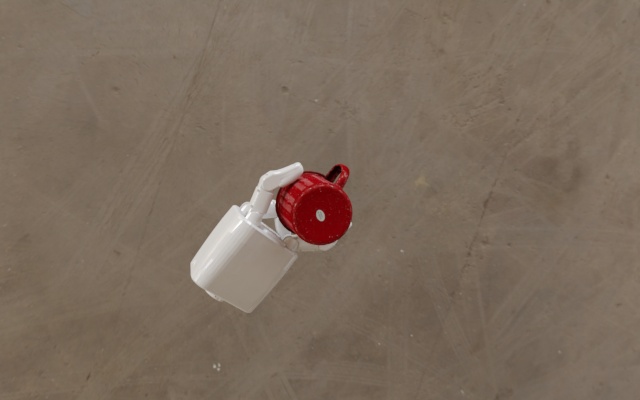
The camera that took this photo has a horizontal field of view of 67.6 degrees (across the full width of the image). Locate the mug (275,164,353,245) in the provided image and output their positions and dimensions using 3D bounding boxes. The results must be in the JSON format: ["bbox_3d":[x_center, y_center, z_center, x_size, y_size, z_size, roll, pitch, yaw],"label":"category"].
[{"bbox_3d":[0.001,0.001,0.632,0.093,0.117,0.081,38,-2,-19],"label":"mug"}]
